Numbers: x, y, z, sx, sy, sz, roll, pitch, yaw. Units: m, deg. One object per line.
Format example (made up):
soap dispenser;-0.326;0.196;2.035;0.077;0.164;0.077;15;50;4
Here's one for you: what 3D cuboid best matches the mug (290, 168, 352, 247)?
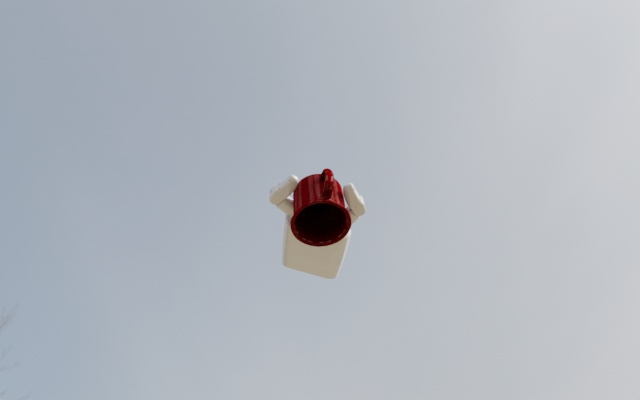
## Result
mug;0.000;0.001;0.744;0.093;0.117;0.081;5;38;-9
